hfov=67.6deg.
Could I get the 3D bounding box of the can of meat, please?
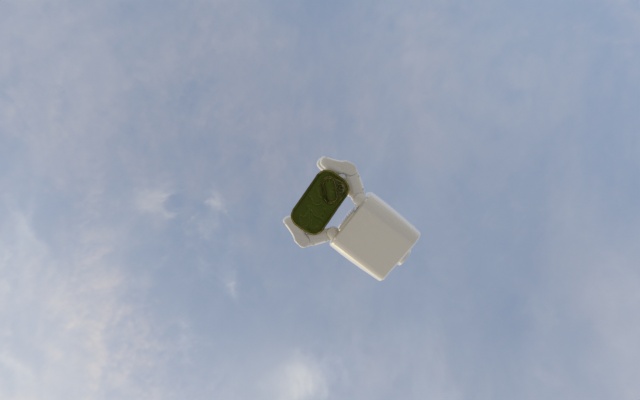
[{"bbox_3d":[0.000,0.003,0.771,0.057,0.102,0.084,35,1,1],"label":"can of meat"}]
